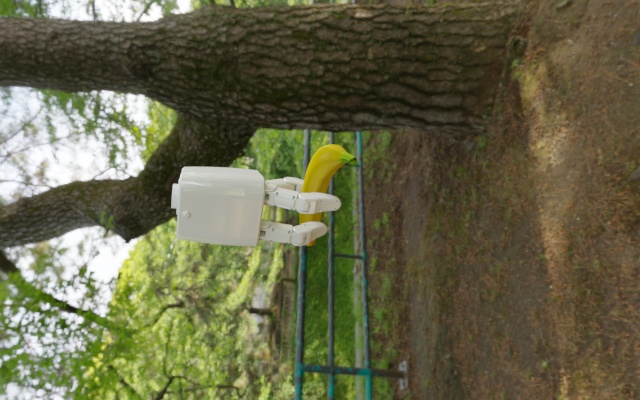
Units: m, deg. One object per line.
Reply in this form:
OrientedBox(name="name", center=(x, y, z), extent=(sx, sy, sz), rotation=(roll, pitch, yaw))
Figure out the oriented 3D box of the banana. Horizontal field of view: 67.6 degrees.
OrientedBox(name="banana", center=(-0.002, -0.015, 0.674), extent=(0.037, 0.069, 0.198), rotation=(1, -38, -19))
